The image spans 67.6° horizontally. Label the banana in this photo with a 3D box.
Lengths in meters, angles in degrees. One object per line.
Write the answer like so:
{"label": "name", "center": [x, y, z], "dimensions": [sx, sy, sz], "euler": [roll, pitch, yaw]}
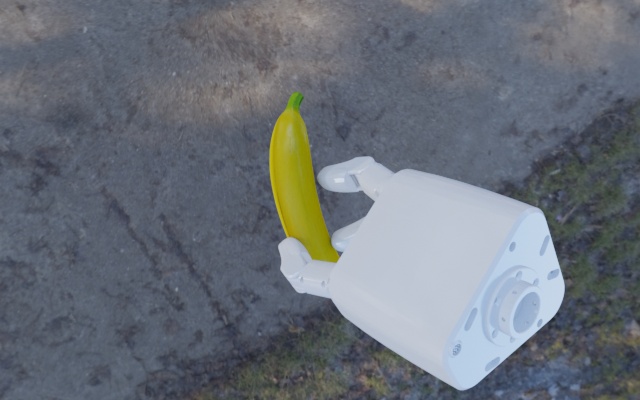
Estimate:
{"label": "banana", "center": [-0.011, 0.005, 0.436], "dimensions": [0.037, 0.198, 0.069], "euler": [3, 23, 35]}
